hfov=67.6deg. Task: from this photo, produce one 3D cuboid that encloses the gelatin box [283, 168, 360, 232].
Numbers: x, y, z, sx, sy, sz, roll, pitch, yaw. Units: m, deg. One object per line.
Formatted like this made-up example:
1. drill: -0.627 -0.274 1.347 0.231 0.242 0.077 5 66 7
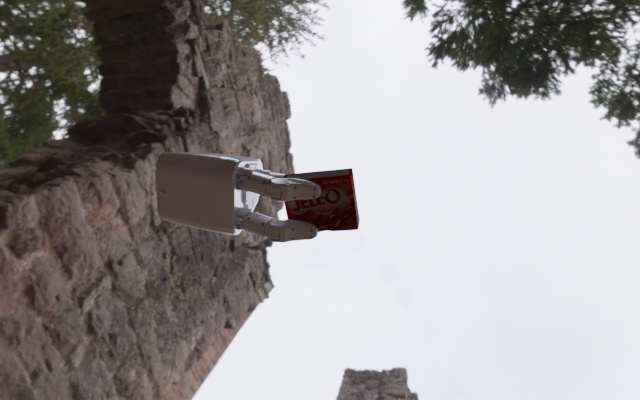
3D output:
1. gelatin box: 0.001 0.002 0.592 0.089 0.073 0.030 -5 22 11
